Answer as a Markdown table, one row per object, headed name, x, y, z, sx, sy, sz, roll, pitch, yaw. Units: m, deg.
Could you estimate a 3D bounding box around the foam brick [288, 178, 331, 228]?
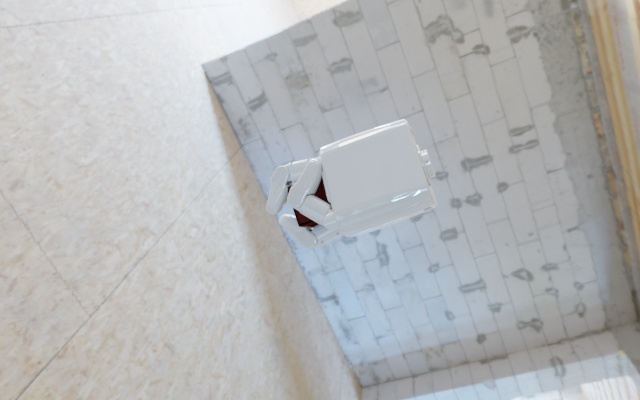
| name | x | y | z | sx | sy | sz | roll | pitch | yaw |
| --- | --- | --- | --- | --- | --- | --- | --- | --- | --- |
| foam brick | 0.000 | 0.002 | 0.601 | 0.051 | 0.053 | 0.078 | -20 | -8 | 14 |
